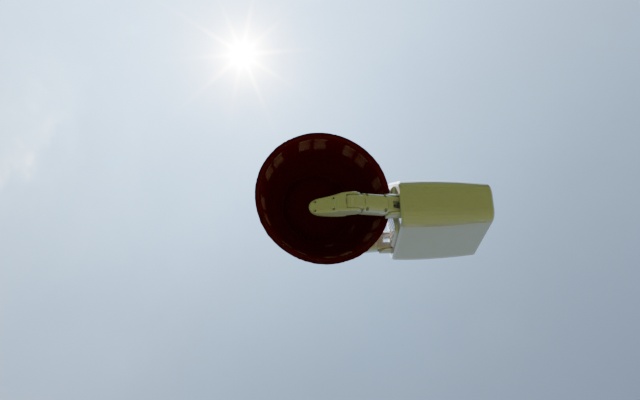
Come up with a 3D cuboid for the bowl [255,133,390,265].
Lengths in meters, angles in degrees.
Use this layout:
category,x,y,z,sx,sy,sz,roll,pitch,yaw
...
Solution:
category,x,y,z,sx,sy,sz,roll,pitch,yaw
bowl,-0.001,0.002,0.580,0.162,0.162,0.055,0,-17,-10
